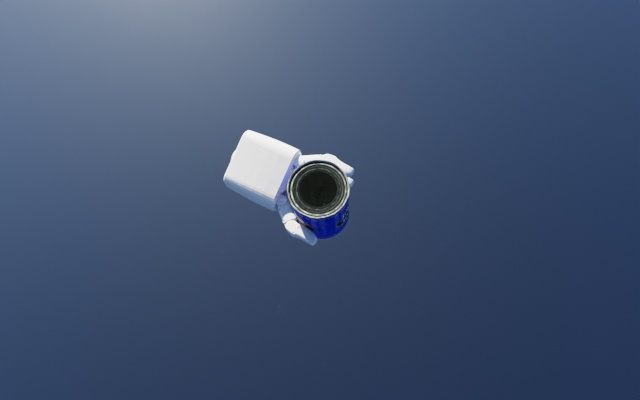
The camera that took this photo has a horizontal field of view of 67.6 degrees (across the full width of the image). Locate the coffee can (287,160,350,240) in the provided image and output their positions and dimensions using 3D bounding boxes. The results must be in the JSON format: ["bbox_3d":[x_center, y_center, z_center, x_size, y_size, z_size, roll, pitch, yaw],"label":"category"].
[{"bbox_3d":[0.000,0.003,0.837,0.103,0.102,0.140,0,-19,3],"label":"coffee can"}]
